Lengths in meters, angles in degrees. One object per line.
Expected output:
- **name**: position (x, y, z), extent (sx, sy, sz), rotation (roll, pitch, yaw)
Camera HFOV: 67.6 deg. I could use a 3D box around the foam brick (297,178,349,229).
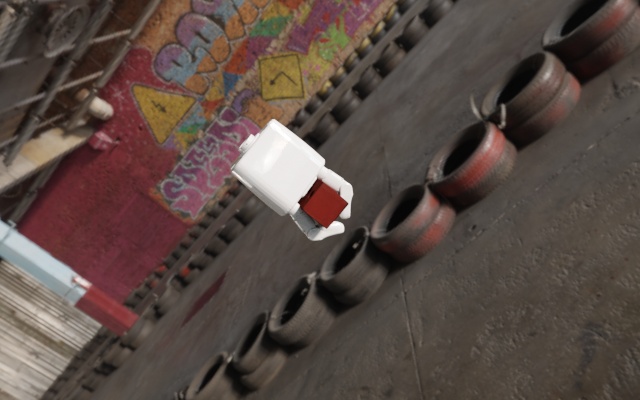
- **foam brick**: position (0.000, 0.002, 0.738), extent (0.051, 0.053, 0.078), rotation (40, 0, -15)
